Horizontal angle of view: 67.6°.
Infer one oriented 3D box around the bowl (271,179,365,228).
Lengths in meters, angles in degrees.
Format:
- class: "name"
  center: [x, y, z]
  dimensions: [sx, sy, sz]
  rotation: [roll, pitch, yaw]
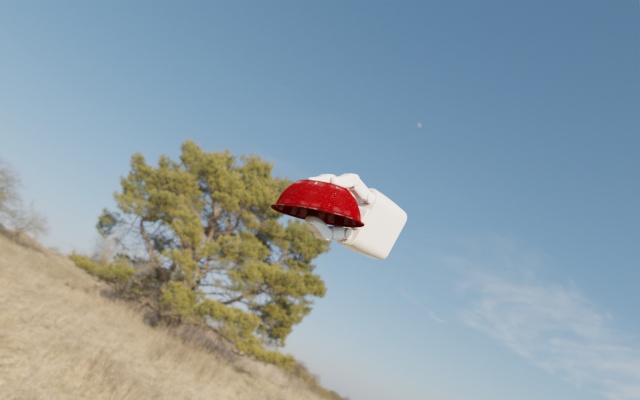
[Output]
- class: "bowl"
  center: [0.000, 0.002, 0.808]
  dimensions: [0.162, 0.055, 0.162]
  rotation: [11, -9, 2]
